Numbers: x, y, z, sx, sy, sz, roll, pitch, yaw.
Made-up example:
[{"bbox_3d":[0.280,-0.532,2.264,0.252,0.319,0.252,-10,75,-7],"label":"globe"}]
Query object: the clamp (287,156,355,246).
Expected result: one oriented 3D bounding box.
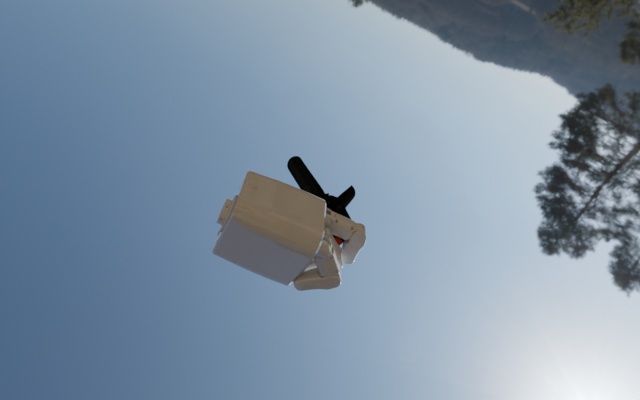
[{"bbox_3d":[0.000,0.003,0.674,0.120,0.039,0.171,26,28,-14],"label":"clamp"}]
